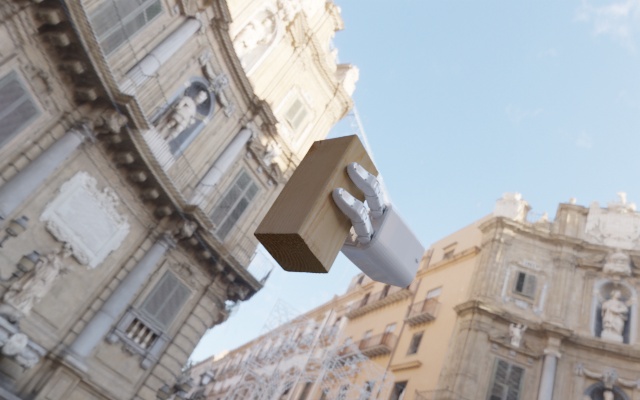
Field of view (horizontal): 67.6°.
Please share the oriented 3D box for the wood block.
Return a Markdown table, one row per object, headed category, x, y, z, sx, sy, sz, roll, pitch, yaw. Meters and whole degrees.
| category | x | y | z | sx | sy | sz | roll | pitch | yaw |
| --- | --- | --- | --- | --- | --- | --- | --- | --- | --- |
| wood block | 0.000 | 0.003 | 0.733 | 0.091 | 0.206 | 0.090 | -5 | -47 | 39 |
